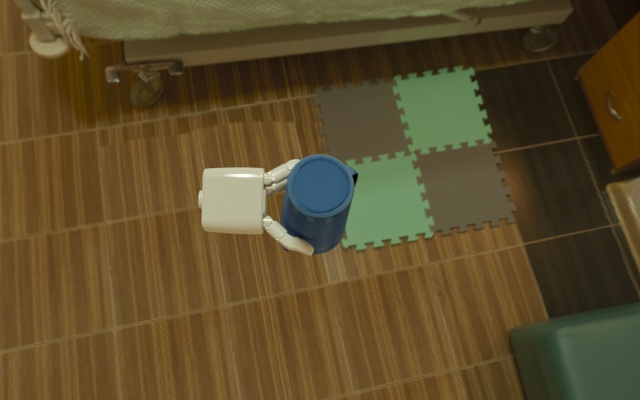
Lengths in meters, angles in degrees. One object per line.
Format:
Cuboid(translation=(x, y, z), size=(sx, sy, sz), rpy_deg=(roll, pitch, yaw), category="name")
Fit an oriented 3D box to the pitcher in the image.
Cuboid(translation=(0.000, 0.003, 0.860), size=(0.145, 0.149, 0.243), rpy_deg=(3, -17, -3), category="pitcher")
